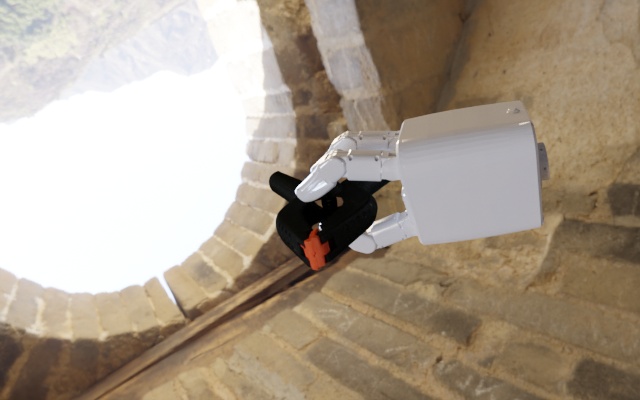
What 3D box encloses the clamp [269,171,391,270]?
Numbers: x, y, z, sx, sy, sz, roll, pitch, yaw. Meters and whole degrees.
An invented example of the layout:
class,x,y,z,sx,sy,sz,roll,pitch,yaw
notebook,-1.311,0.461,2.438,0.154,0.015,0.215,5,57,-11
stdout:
class,x,y,z,sx,sy,sz,roll,pitch,yaw
clamp,0.000,0.002,0.471,0.164,0.036,0.210,-8,22,19
